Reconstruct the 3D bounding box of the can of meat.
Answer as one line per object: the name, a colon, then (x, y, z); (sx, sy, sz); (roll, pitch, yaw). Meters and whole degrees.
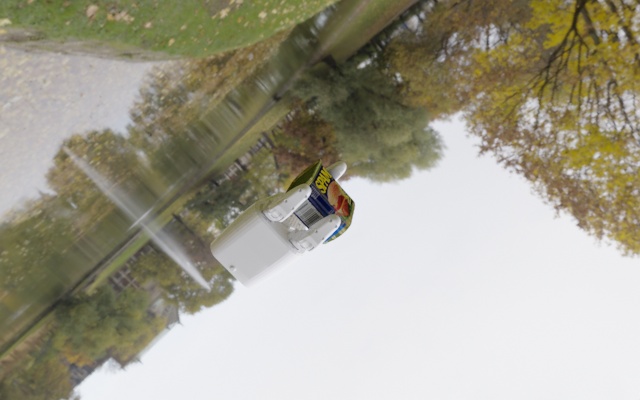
can of meat: (0.000, 0.002, 0.656); (0.057, 0.084, 0.102); (-37, 12, 22)
